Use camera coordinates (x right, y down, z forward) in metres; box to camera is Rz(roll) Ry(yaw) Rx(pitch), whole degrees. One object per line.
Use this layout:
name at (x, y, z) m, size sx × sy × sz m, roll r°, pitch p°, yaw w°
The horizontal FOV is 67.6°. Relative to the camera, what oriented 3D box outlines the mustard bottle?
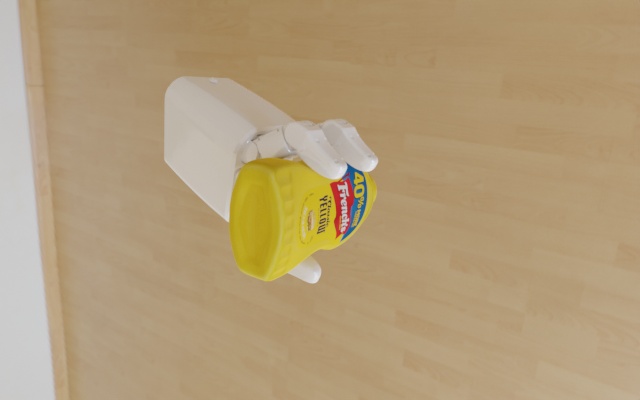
mustard bottle at (0.000, 0.002, 0.446) m, size 0.058 × 0.096 × 0.191 m, roll 13°, pitch 17°, yaw 31°
